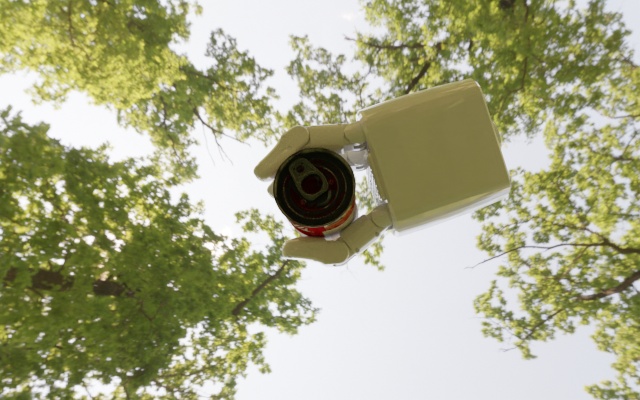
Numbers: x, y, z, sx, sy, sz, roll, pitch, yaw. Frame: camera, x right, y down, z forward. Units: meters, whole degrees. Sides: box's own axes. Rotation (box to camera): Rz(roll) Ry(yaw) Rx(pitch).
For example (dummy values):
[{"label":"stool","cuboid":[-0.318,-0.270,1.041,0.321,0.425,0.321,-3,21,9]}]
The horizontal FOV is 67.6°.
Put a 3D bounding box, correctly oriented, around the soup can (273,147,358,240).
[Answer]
[{"label":"soup can","cuboid":[0.000,0.002,0.434,0.068,0.068,0.102,0,-15,6]}]
